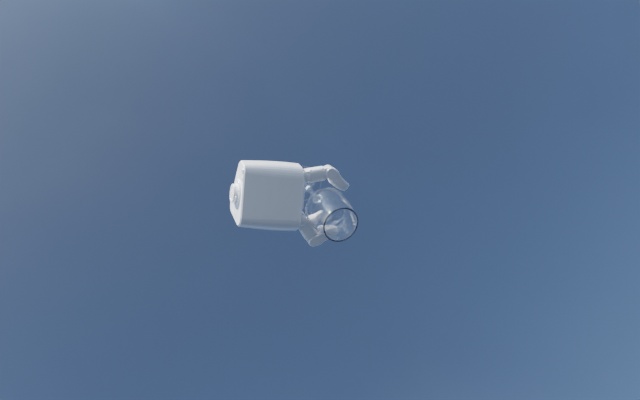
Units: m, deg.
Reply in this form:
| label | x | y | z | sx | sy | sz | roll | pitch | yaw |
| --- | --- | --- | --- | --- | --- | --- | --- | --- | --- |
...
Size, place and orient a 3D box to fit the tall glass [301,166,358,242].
| label | x | y | z | sx | sy | sz | roll | pitch | yaw |
| --- | --- | --- | --- | --- | --- | --- | --- | --- | --- |
| tall glass | 0.000 | 0.003 | 0.866 | 0.079 | 0.079 | 0.201 | 0 | 22 | -22 |
